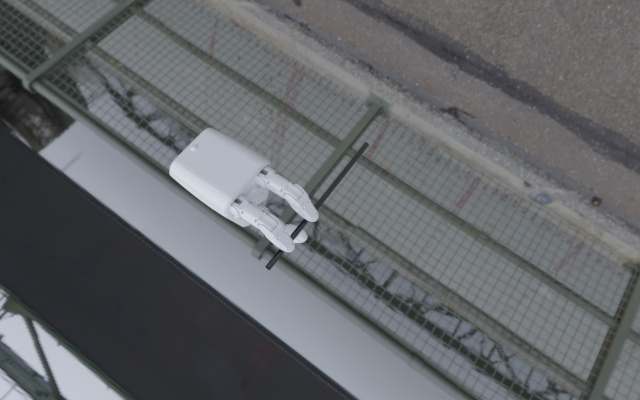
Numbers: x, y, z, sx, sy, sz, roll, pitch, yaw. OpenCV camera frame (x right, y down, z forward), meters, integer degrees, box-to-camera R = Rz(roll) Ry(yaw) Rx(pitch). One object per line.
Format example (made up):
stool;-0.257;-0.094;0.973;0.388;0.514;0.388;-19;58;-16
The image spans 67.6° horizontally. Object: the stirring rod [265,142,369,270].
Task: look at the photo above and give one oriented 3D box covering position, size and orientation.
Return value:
stirring rod;0.000;0.002;0.672;0.011;0.239;0.011;32;-23;15
